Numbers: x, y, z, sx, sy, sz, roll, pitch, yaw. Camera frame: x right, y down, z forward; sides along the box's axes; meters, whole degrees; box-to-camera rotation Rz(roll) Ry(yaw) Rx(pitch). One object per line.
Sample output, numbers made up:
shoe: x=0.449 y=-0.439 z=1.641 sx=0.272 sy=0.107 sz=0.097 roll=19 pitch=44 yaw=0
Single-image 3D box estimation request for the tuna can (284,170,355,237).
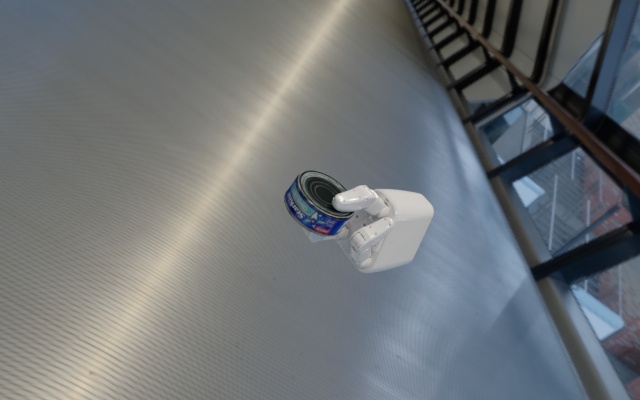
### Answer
tuna can: x=0.000 y=0.002 z=0.594 sx=0.086 sy=0.086 sz=0.034 roll=0 pitch=-43 yaw=-44
